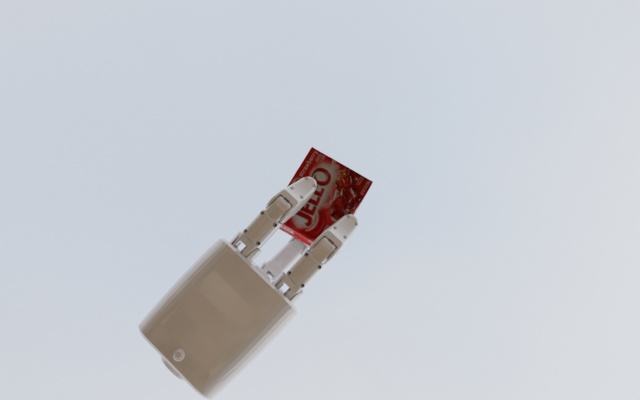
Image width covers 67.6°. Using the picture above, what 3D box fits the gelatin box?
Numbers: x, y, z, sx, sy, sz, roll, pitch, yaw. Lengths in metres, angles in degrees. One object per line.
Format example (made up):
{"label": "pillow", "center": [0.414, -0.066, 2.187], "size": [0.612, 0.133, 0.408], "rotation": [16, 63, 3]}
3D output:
{"label": "gelatin box", "center": [0.000, 0.001, 0.482], "size": [0.073, 0.089, 0.030], "rotation": [30, -21, 3]}
